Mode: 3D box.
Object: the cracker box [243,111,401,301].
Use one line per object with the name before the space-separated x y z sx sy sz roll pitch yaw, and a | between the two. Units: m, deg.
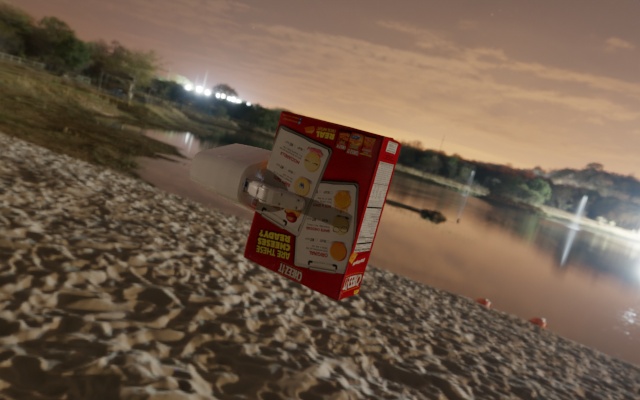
cracker box | 0.000 0.002 0.647 0.164 0.214 0.072 19 8 31
